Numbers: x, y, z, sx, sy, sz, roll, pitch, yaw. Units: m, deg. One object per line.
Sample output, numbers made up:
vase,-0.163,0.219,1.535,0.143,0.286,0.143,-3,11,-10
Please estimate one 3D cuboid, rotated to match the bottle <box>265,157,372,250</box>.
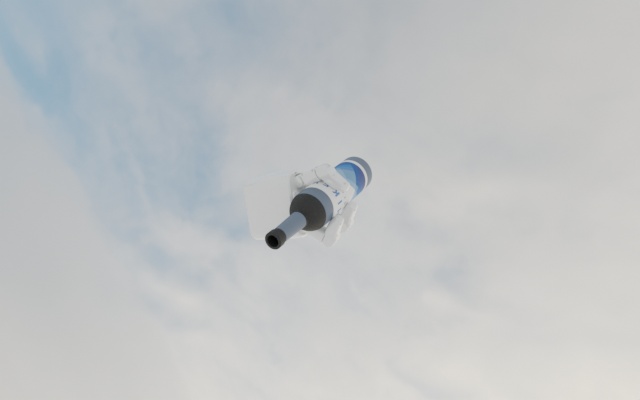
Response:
bottle,0.000,0.002,0.792,0.069,0.069,0.295,0,22,30
